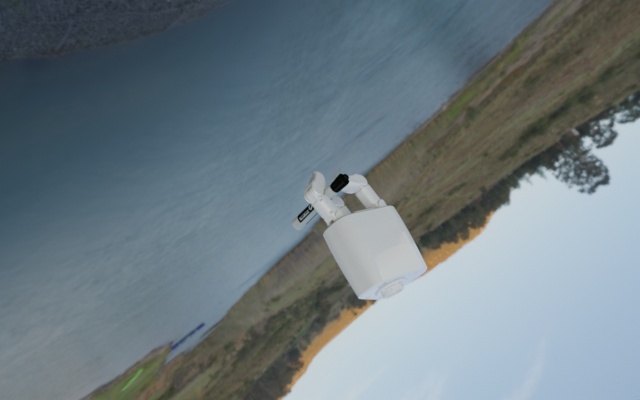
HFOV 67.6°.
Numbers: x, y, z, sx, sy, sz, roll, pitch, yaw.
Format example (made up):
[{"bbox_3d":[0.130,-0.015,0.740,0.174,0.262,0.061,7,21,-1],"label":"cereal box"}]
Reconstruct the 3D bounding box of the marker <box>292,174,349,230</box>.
[{"bbox_3d":[0.000,0.002,0.689,0.020,0.020,0.121,0,-36,-48],"label":"marker"}]
